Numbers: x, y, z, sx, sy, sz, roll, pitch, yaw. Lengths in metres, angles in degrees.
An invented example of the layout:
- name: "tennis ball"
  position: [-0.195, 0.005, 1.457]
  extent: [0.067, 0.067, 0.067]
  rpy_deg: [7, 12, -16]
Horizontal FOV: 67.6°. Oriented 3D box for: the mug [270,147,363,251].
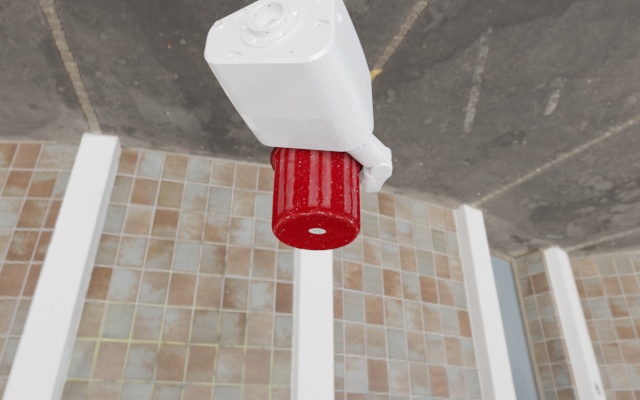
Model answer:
- name: "mug"
  position: [0.000, 0.002, 0.462]
  extent: [0.093, 0.081, 0.117]
  rpy_deg: [-9, -32, 16]
